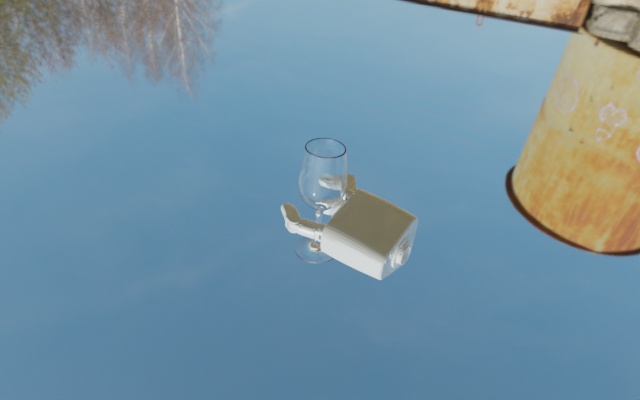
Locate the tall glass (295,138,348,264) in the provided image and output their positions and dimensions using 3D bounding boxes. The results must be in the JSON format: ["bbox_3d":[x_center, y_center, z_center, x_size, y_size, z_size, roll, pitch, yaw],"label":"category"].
[{"bbox_3d":[0.000,0.003,0.764,0.079,0.201,0.079,3,35,-2],"label":"tall glass"}]
